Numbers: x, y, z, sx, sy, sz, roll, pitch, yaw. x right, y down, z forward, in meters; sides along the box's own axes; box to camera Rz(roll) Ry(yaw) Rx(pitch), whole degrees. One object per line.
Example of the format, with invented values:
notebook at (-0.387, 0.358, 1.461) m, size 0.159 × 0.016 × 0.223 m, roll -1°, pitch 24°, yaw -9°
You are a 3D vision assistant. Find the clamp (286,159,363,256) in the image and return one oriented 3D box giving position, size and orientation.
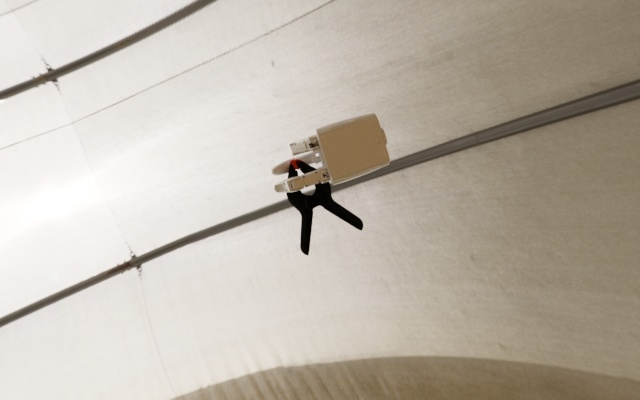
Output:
clamp at (0.000, 0.003, 0.842) m, size 0.120 × 0.171 × 0.039 m, roll -18°, pitch 10°, yaw 0°
